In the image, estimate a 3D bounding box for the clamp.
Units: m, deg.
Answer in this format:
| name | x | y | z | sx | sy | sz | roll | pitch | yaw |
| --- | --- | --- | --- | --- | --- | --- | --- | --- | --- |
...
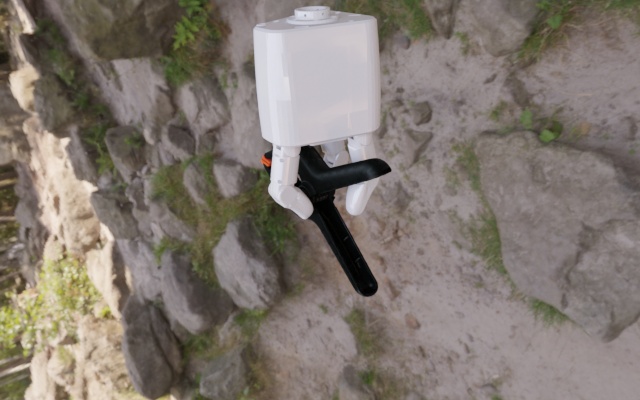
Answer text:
| name | x | y | z | sx | sy | sz | roll | pitch | yaw |
| --- | --- | --- | --- | --- | --- | --- | --- | --- | --- |
| clamp | -0.001 | 0.002 | 0.532 | 0.036 | 0.165 | 0.210 | -22 | 34 | -30 |
